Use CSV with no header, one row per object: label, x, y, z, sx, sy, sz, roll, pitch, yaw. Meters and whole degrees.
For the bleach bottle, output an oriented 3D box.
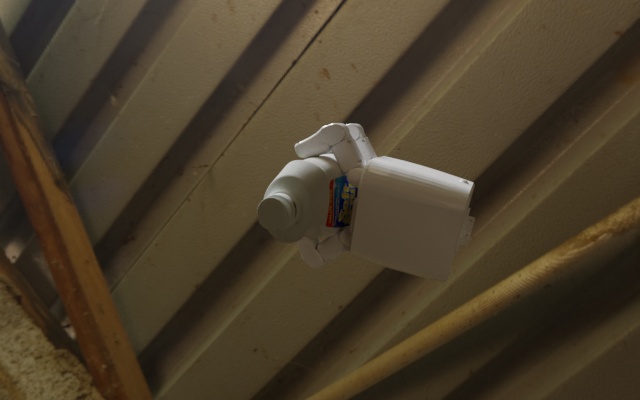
bleach bottle,0.000,0.002,0.520,0.068,0.102,0.251,17,14,17
